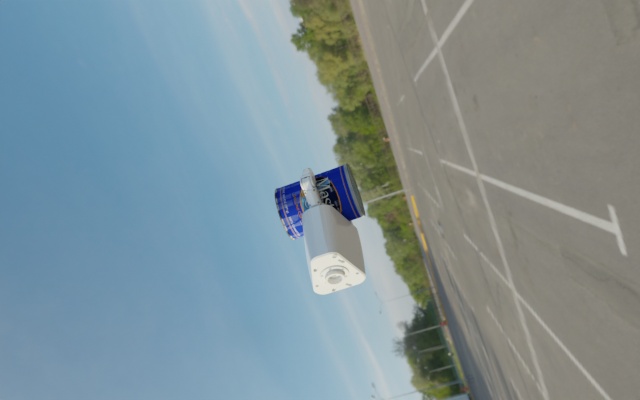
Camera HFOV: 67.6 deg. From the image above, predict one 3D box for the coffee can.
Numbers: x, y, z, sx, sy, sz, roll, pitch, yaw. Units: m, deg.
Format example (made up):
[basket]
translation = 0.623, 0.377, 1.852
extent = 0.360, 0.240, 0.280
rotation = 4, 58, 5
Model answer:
[coffee can]
translation = 0.000, 0.003, 0.877
extent = 0.140, 0.103, 0.103
rotation = -19, -3, 9
